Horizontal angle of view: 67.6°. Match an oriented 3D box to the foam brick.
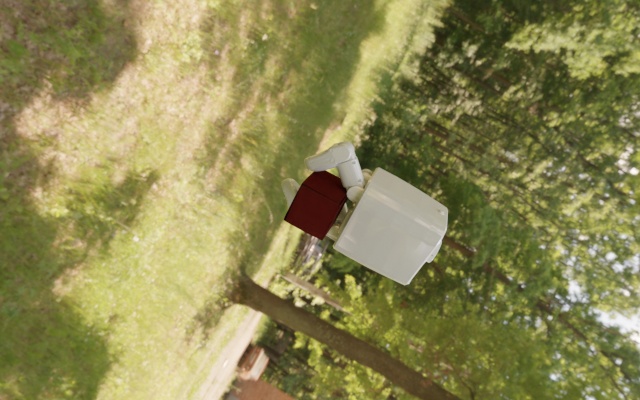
[{"bbox_3d":[0.000,0.002,0.567,0.051,0.053,0.078,30,24,5],"label":"foam brick"}]
